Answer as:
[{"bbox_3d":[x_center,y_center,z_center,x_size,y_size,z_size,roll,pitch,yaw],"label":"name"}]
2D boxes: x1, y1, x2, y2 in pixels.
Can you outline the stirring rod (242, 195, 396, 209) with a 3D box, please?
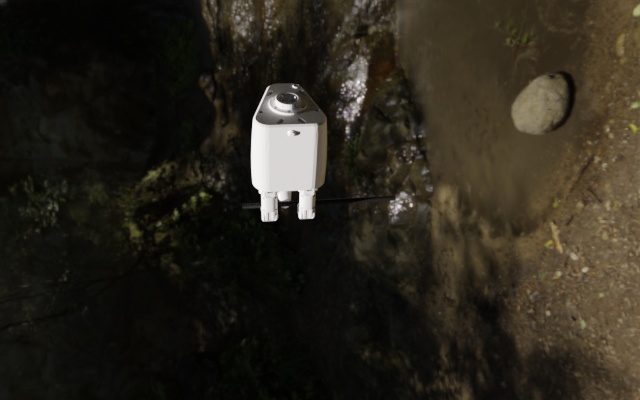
[{"bbox_3d":[0.000,0.002,0.744,0.239,0.011,0.011,-3,0,-9],"label":"stirring rod"}]
